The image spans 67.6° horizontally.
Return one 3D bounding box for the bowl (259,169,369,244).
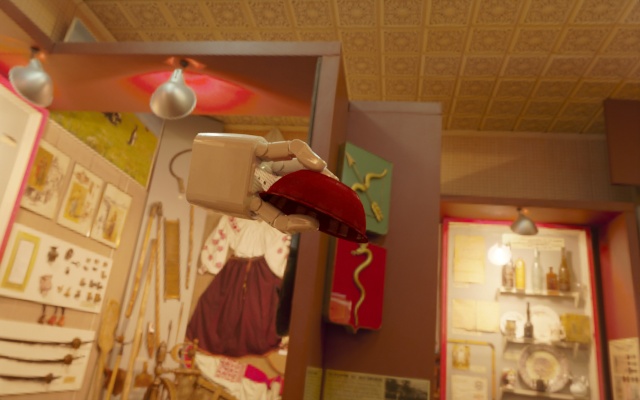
[{"bbox_3d":[0.002,0.002,0.652,0.162,0.055,0.162,23,-11,5],"label":"bowl"}]
